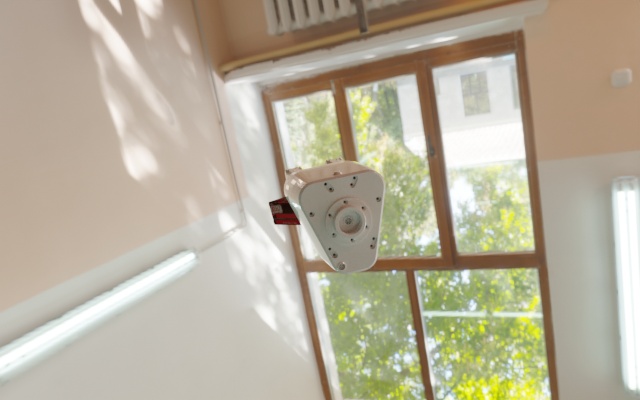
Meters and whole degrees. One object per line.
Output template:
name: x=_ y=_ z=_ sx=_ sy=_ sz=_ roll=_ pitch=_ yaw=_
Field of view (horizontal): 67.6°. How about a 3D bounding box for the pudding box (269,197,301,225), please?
pudding box: x=0.000 y=0.002 z=0.651 sx=0.113 sy=0.039 sz=0.090 roll=-17 pitch=10 yaw=-36
